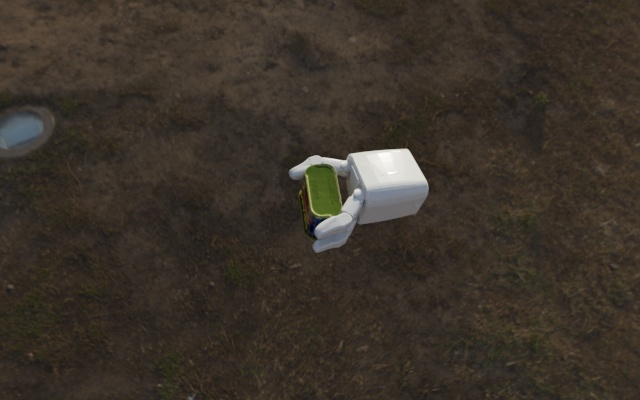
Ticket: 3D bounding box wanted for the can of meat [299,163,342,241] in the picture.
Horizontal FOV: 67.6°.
[{"bbox_3d":[0.000,0.002,0.772,0.057,0.102,0.084,-4,-27,-10],"label":"can of meat"}]
